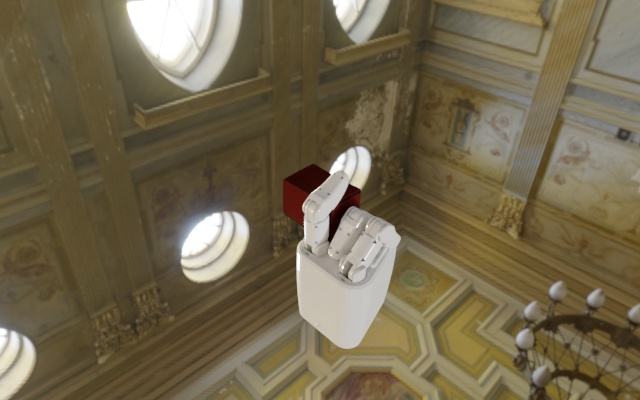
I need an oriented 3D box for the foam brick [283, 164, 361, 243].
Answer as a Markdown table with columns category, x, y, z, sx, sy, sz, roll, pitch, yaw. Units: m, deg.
| category | x | y | z | sx | sy | sz | roll | pitch | yaw |
| --- | --- | --- | --- | --- | --- | --- | --- | --- | --- |
| foam brick | 0.000 | 0.002 | 0.554 | 0.053 | 0.051 | 0.078 | -29 | 46 | -36 |
